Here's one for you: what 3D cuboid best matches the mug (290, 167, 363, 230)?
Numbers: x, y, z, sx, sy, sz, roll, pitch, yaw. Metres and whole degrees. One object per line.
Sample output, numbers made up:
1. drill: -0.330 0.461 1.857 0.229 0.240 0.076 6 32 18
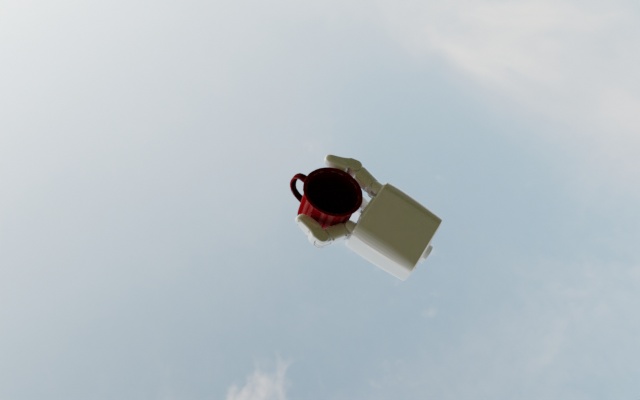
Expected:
1. mug: -0.001 0.002 0.748 0.117 0.093 0.082 33 -38 9
